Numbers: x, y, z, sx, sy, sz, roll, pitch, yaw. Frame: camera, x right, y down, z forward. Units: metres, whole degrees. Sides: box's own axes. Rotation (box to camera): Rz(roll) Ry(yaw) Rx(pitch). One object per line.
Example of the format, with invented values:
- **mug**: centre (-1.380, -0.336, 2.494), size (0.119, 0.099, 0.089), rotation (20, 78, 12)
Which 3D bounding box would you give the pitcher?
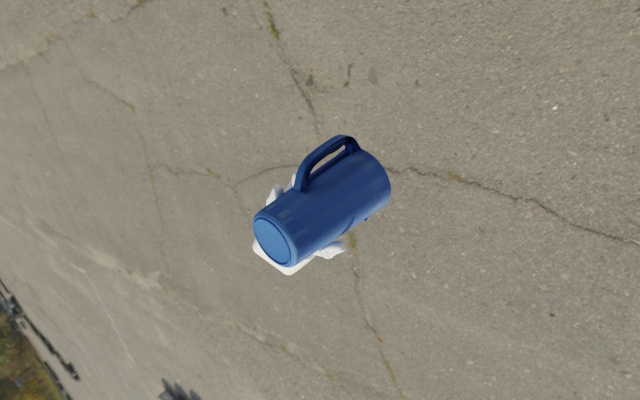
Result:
- **pitcher**: centre (0.000, 0.003, 0.840), size (0.242, 0.149, 0.145), rotation (-34, -8, -34)
